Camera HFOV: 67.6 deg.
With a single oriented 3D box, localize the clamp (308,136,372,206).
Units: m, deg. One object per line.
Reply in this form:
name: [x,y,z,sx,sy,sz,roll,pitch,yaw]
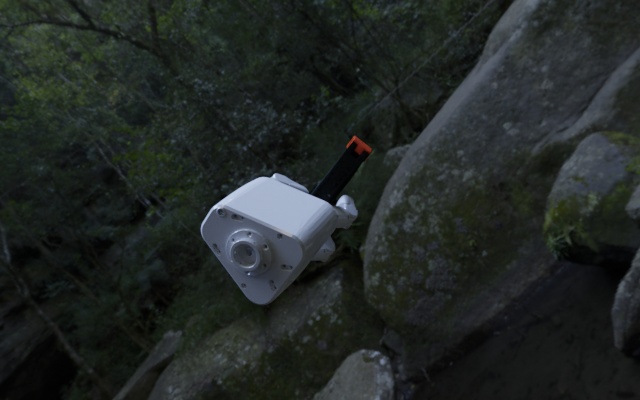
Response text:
clamp: [0.000,0.001,0.632,0.036,0.210,0.164,38,24,3]
